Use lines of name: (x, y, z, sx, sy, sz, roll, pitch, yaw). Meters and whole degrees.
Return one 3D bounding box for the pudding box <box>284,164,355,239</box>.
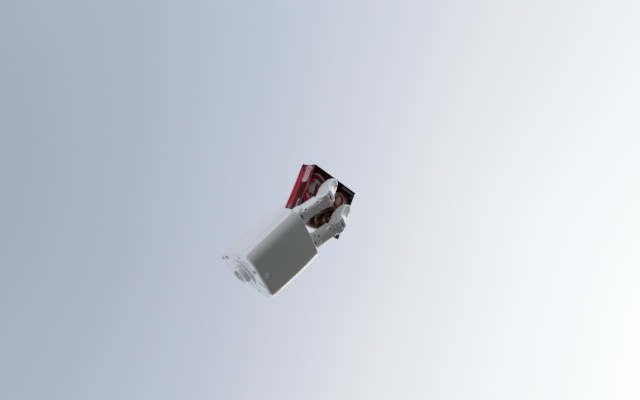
pudding box: (0.000, 0.003, 0.800, 0.039, 0.090, 0.113, 9, -18, 44)
